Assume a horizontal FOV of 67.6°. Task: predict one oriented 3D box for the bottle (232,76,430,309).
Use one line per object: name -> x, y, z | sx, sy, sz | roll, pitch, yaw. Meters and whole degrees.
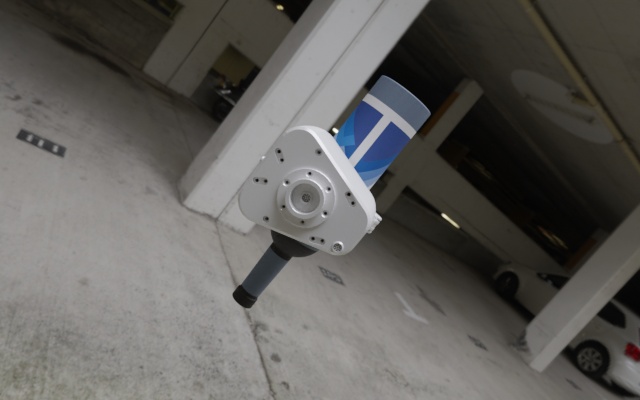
bottle -> 0.000, 0.002, 0.528 | 0.069, 0.296, 0.069 | 38, 8, -7
